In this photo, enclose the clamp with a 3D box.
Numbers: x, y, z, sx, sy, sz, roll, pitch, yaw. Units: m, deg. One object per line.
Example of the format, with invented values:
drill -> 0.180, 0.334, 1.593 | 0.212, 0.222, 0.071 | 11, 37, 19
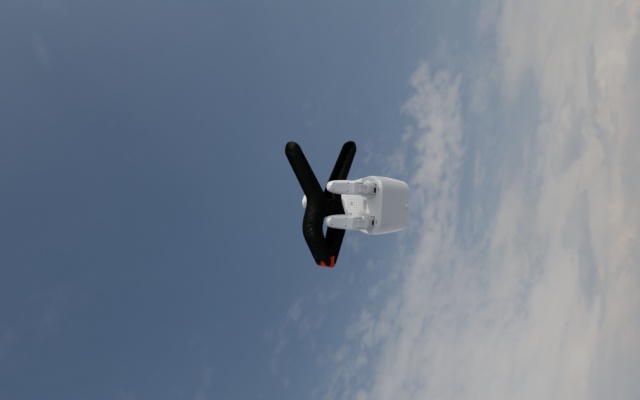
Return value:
clamp -> 0.000, 0.003, 0.755 | 0.036, 0.210, 0.164 | 4, 1, 39
